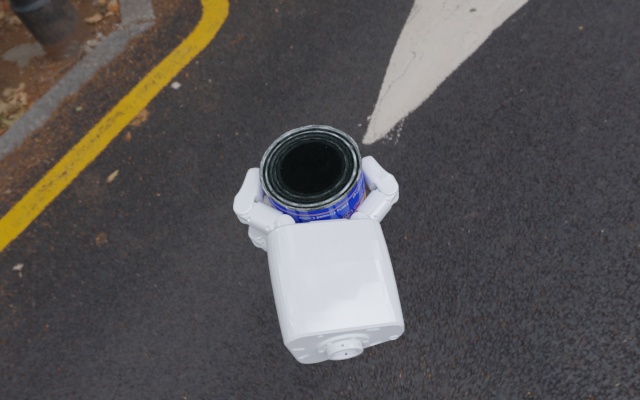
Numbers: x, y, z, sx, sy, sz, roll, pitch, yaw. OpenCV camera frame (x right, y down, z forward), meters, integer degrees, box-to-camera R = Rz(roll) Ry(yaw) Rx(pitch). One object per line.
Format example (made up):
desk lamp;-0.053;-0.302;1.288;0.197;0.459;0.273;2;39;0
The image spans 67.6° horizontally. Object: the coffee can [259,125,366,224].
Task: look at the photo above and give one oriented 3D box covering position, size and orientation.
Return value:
coffee can;0.000;0.002;0.524;0.103;0.102;0.140;0;-31;10
